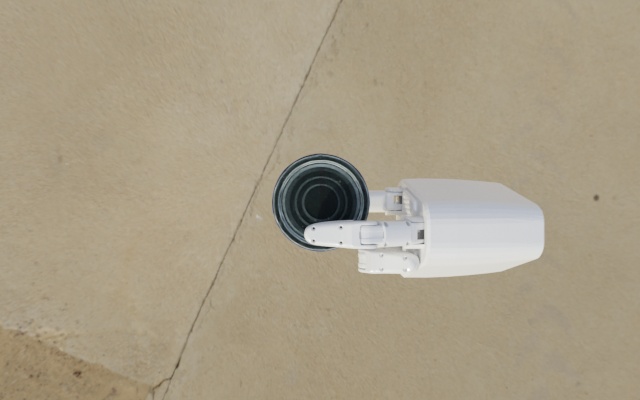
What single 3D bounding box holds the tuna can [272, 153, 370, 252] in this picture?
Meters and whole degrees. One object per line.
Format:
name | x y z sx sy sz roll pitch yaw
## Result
tuna can | 0.000 0.001 0.421 0.086 0.086 0.034 0 3 -2
